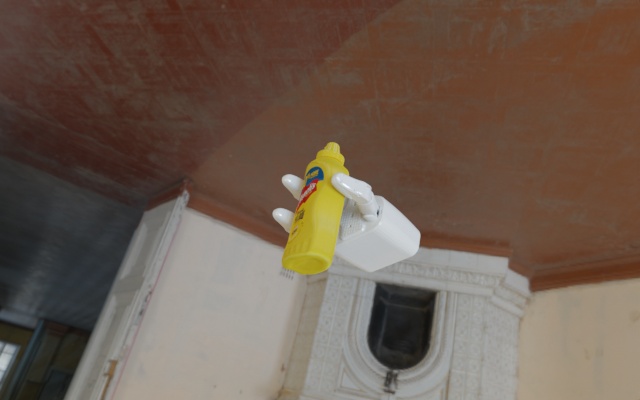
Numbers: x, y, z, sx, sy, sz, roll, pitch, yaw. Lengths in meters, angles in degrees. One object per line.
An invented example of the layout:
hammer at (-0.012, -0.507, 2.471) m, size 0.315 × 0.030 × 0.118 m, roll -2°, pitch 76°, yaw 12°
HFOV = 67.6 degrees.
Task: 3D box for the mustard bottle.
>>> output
mustard bottle at (0.000, 0.002, 0.664) m, size 0.058 × 0.191 × 0.096 m, roll 22°, pitch -27°, yaw -17°
